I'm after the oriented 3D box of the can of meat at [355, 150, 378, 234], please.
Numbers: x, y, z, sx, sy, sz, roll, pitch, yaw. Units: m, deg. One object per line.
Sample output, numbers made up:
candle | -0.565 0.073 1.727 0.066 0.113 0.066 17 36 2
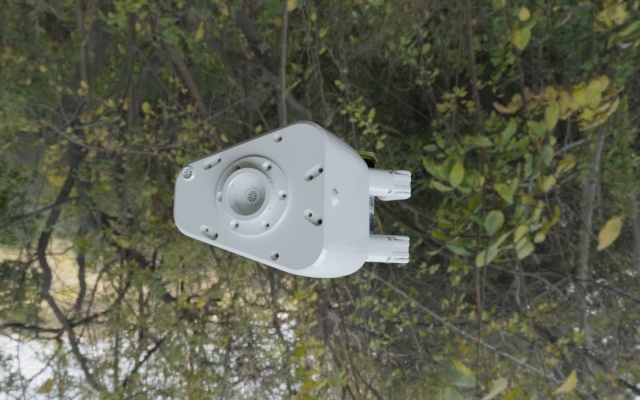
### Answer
can of meat | 0.000 0.002 0.436 0.102 0.084 0.057 0 -7 13
